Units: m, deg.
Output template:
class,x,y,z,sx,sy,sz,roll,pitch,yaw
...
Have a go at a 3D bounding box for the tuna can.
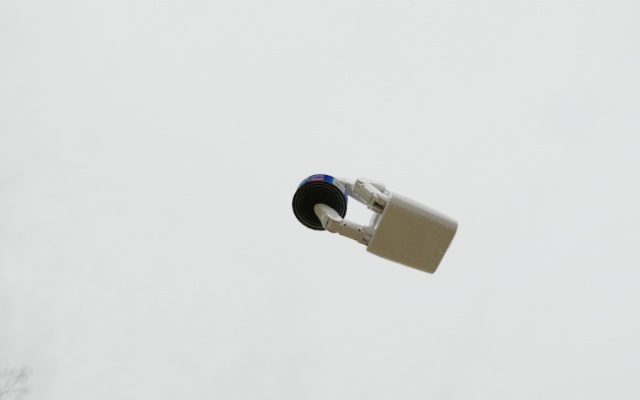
class,x,y,z,sx,sy,sz,roll,pitch,yaw
tuna can,0.000,0.002,0.741,0.086,0.086,0.033,0,25,8
